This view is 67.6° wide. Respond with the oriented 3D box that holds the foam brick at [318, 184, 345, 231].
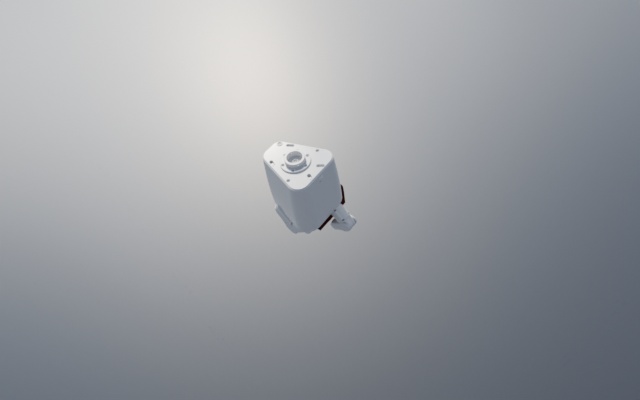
[{"bbox_3d":[0.000,0.003,0.846,0.053,0.078,0.051,28,-29,27],"label":"foam brick"}]
